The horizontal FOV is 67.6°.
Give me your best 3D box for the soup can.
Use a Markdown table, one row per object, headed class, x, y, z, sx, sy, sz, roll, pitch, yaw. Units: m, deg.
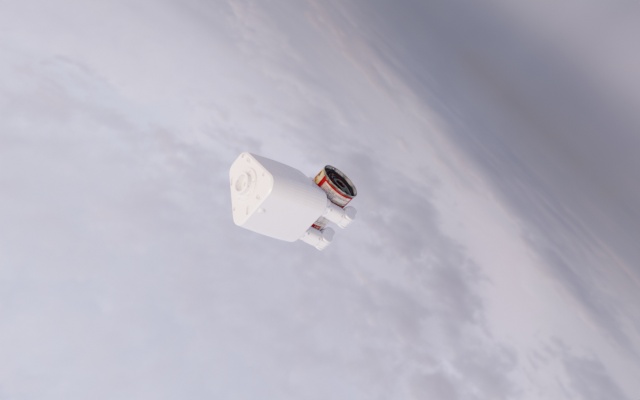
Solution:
| class | x | y | z | sx | sy | sz | roll | pitch | yaw |
| --- | --- | --- | --- | --- | --- | --- | --- | --- | --- |
| soup can | 0.000 | 0.003 | 0.766 | 0.102 | 0.068 | 0.068 | -47 | -23 | 23 |
